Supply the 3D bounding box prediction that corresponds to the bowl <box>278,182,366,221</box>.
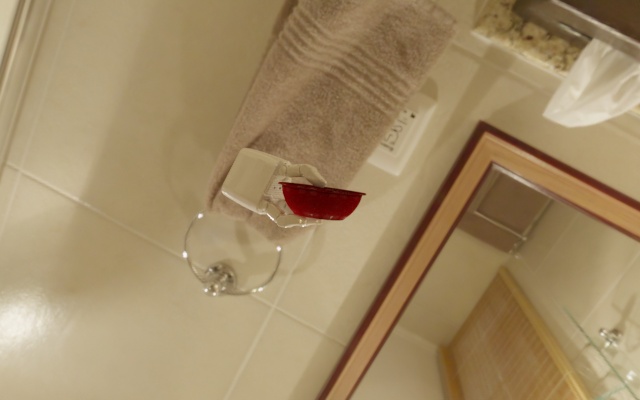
[{"bbox_3d":[0.001,0.003,0.867,0.162,0.055,0.162,7,3,0],"label":"bowl"}]
